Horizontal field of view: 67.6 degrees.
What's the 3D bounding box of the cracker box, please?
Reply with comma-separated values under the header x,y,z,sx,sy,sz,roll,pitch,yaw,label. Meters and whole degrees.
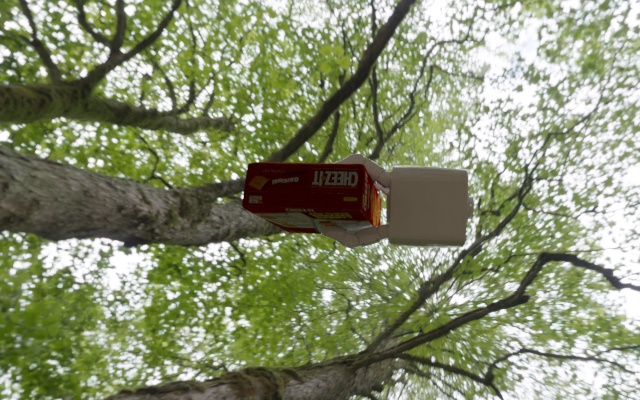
x,y,z,sx,sy,sz,roll,pitch,yaw,label
0.000,0.003,0.721,0.164,0.072,0.214,1,-13,14,cracker box
